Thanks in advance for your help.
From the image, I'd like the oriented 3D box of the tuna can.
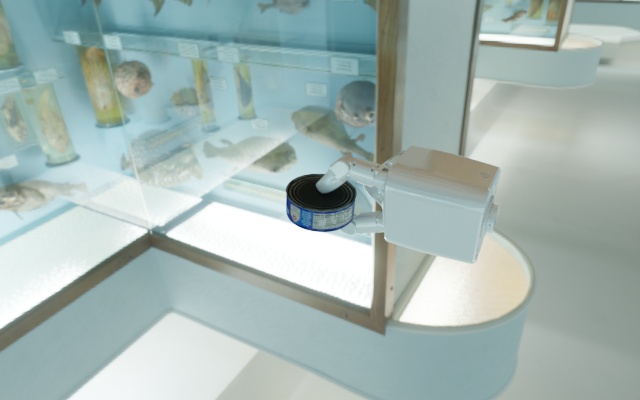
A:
[{"bbox_3d":[0.000,0.002,0.584,0.086,0.034,0.086,3,32,-2],"label":"tuna can"}]
